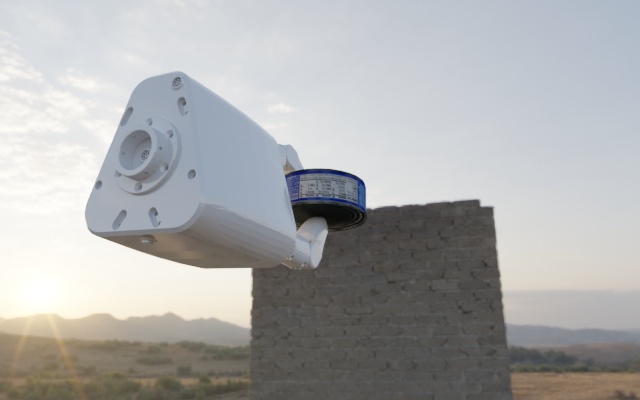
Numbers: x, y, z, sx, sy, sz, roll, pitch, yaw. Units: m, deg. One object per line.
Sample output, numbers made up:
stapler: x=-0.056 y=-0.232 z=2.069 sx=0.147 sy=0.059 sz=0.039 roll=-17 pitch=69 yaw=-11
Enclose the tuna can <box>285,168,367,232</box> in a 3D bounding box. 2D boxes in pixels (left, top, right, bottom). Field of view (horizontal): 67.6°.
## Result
tuna can: x=0.000 y=0.001 z=0.441 sx=0.086 sy=0.033 sz=0.086 roll=1 pitch=-20 yaw=0
